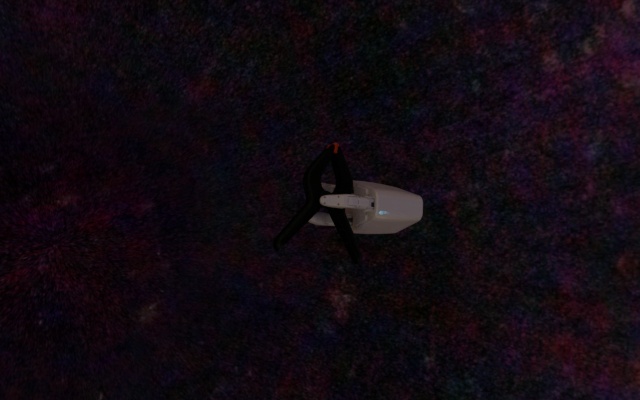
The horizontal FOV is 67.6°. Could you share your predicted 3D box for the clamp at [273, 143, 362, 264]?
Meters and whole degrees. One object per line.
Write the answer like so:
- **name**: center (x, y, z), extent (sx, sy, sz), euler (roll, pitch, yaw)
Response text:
- **clamp**: center (0.001, 0.002, 0.822), extent (0.164, 0.210, 0.036), euler (5, -7, -26)
